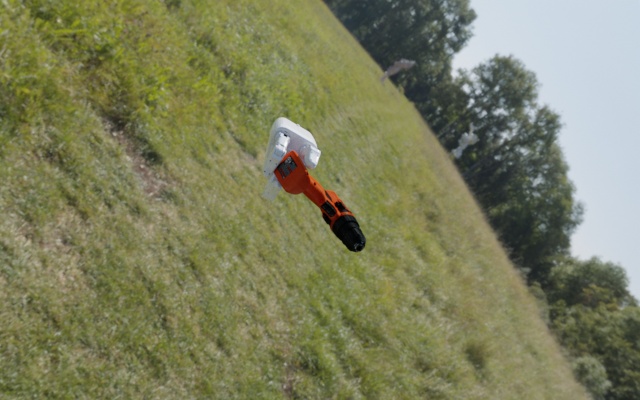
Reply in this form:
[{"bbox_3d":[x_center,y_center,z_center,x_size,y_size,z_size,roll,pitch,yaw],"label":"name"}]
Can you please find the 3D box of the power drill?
[{"bbox_3d":[0.000,0.002,0.895,0.188,0.057,0.184,45,5,-37],"label":"power drill"}]
